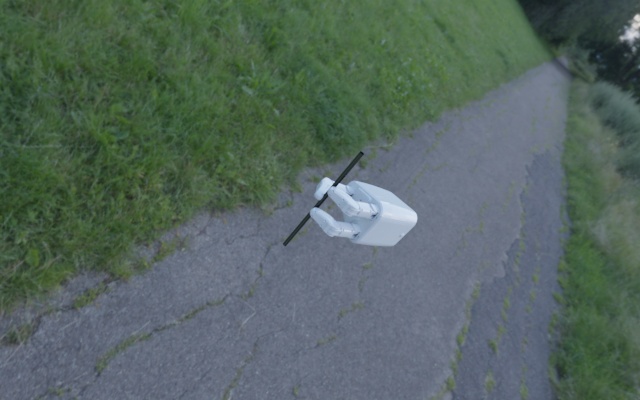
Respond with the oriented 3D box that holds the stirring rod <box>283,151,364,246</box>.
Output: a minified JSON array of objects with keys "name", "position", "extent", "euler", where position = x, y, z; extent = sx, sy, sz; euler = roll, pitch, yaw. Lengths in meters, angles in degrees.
[{"name":"stirring rod","position":[0.000,0.003,0.834],"extent":[0.011,0.011,0.240],"euler":[0,-42,-48]}]
